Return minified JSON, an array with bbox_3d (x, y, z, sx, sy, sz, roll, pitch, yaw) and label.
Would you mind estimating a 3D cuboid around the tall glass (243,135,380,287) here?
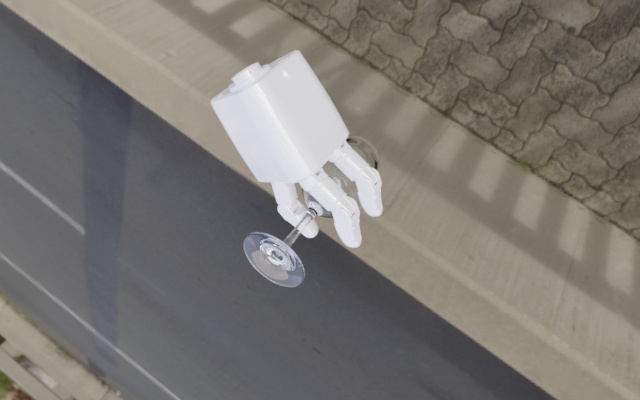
[{"bbox_3d":[0.000,0.002,0.549,0.079,0.079,0.201,0,37,38],"label":"tall glass"}]
